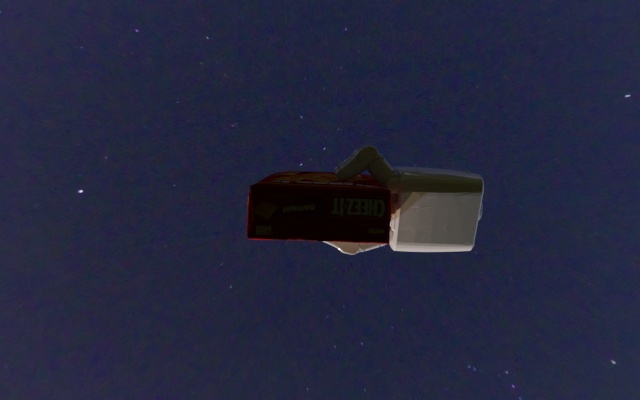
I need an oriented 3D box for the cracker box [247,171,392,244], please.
[{"bbox_3d":[0.000,0.002,0.640,0.164,0.072,0.213,2,6,0],"label":"cracker box"}]
